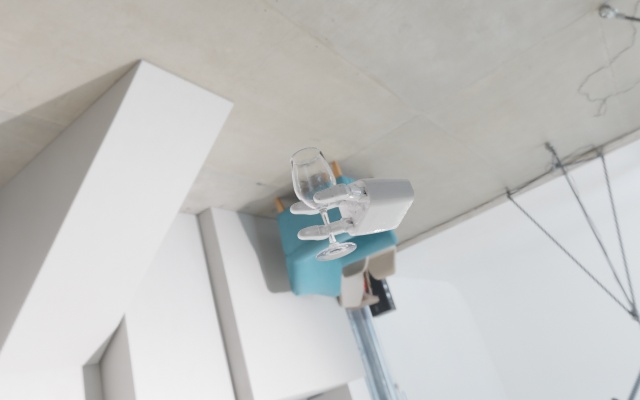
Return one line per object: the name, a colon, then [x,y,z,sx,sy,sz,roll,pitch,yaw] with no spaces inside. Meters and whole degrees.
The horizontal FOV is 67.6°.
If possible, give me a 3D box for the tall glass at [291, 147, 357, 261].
tall glass: [0.000,0.003,0.867,0.079,0.201,0.079,-15,-22,-6]
